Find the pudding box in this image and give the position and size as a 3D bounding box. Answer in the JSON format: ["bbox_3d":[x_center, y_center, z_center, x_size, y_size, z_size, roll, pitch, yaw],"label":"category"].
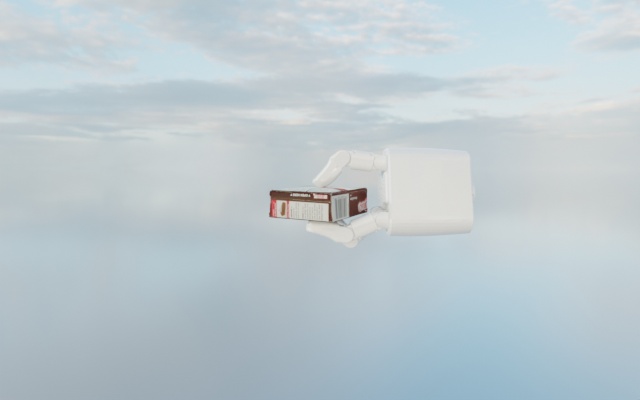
[{"bbox_3d":[0.000,0.002,0.620,0.090,0.039,0.113,2,4,27],"label":"pudding box"}]
